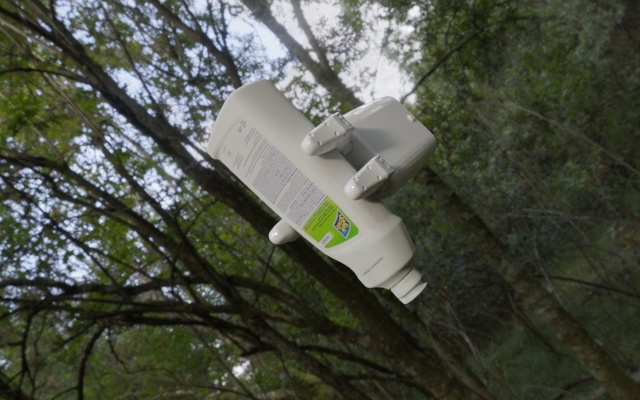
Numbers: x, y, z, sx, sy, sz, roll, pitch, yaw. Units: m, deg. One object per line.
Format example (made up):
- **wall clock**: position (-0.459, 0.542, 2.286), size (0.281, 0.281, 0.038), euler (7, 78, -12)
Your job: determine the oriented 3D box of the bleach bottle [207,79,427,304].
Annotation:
- **bleach bottle**: position (0.000, 0.001, 0.468), size (0.068, 0.251, 0.103), euler (-37, -10, -41)
